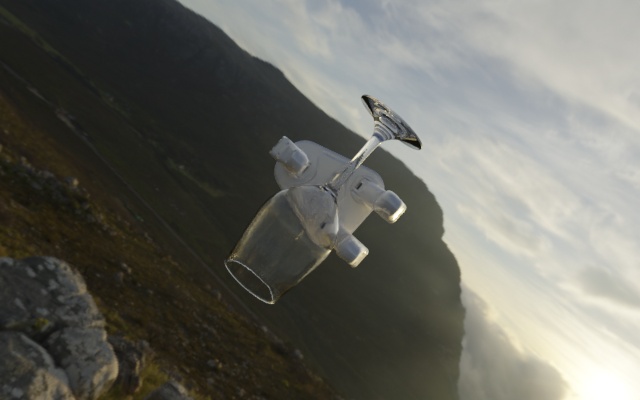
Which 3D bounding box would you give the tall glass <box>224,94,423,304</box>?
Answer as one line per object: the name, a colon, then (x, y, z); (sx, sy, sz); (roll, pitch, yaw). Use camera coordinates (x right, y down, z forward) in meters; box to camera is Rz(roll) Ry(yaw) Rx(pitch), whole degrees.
tall glass: (0.000, 0.001, 0.444); (0.079, 0.201, 0.079); (42, 0, 0)
